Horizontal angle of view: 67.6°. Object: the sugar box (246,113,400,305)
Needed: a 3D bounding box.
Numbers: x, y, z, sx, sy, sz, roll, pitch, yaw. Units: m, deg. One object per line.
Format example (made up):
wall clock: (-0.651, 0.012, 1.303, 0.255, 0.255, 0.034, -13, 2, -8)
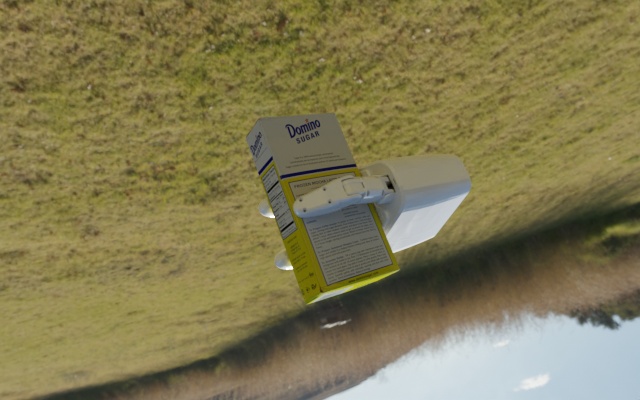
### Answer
sugar box: (0.000, 0.002, 0.465, 0.093, 0.176, 0.048, -10, -20, -34)
